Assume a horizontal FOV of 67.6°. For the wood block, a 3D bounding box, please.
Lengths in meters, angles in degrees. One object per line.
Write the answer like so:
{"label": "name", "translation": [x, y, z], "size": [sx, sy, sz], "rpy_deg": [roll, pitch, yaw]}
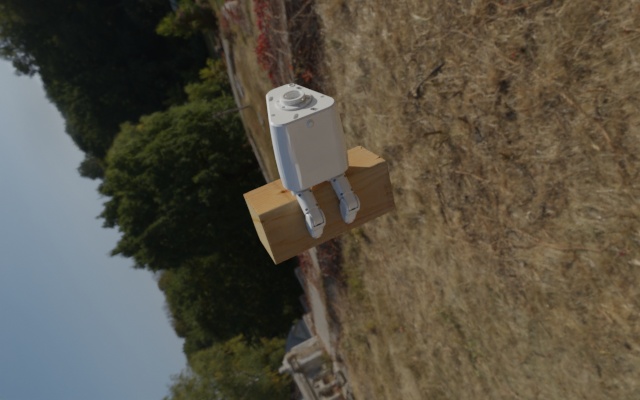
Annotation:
{"label": "wood block", "translation": [0.000, 0.002, 0.738], "size": [0.206, 0.090, 0.090], "rpy_deg": [-23, 29, -14]}
